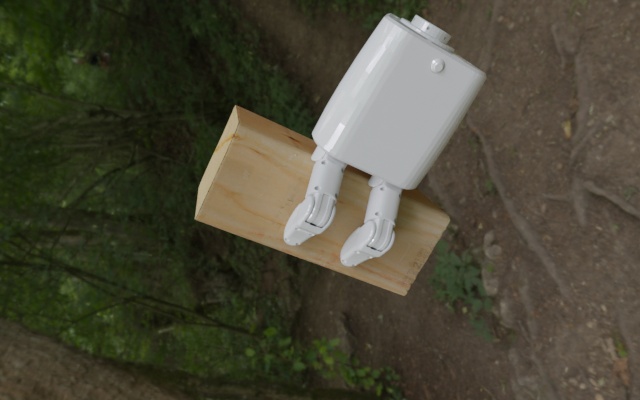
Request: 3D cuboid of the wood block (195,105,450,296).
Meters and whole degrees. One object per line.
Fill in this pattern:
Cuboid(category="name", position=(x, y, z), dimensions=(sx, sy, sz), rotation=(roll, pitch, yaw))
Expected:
Cuboid(category="wood block", position=(0.000, 0.001, 0.445), dimensions=(0.206, 0.090, 0.090), rotation=(23, 14, -19))
